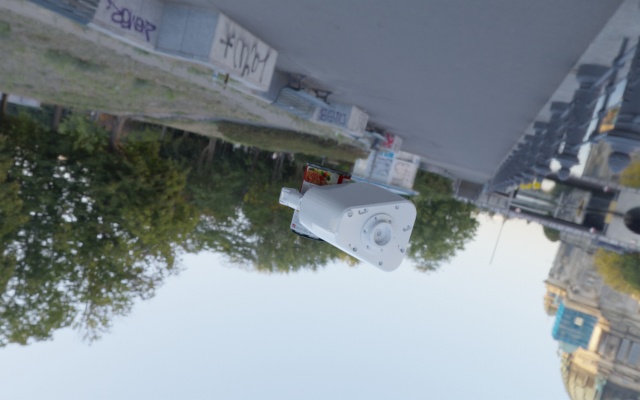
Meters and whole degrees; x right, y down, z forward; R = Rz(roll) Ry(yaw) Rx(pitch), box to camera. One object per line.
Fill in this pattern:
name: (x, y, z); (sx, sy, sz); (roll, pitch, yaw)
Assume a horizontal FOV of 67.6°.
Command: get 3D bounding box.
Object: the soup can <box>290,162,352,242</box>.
soup can: (0.000, 0.002, 0.696); (0.068, 0.102, 0.068); (15, 6, -2)
